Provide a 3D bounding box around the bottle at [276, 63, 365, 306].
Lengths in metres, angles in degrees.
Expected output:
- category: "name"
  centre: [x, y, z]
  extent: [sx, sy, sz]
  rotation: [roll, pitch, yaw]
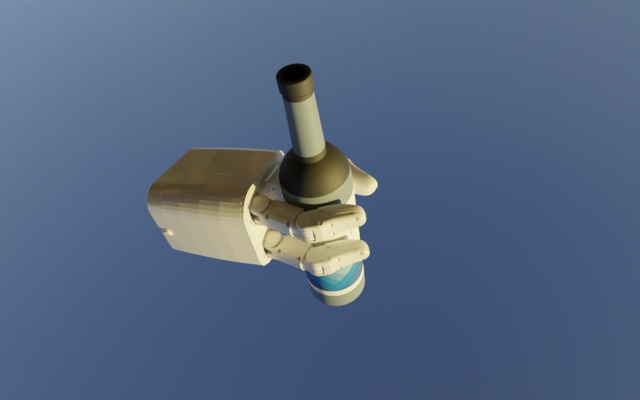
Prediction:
- category: "bottle"
  centre: [0.000, 0.002, 0.463]
  extent: [0.069, 0.069, 0.296]
  rotation: [0, -40, 10]
